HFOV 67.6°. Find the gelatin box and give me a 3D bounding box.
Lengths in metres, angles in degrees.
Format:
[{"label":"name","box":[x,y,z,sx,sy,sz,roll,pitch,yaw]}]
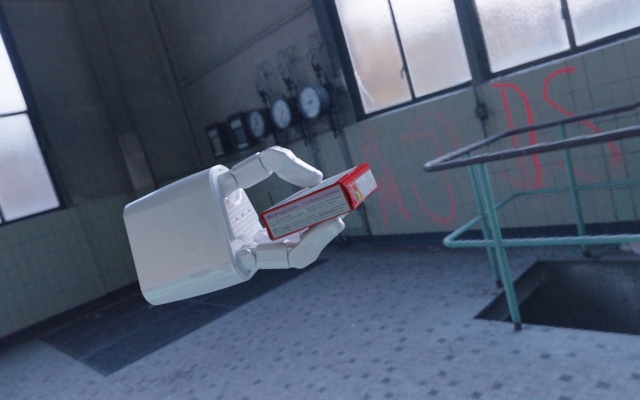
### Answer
[{"label":"gelatin box","box":[0.000,0.001,0.434,0.089,0.030,0.073,-23,6,27]}]
